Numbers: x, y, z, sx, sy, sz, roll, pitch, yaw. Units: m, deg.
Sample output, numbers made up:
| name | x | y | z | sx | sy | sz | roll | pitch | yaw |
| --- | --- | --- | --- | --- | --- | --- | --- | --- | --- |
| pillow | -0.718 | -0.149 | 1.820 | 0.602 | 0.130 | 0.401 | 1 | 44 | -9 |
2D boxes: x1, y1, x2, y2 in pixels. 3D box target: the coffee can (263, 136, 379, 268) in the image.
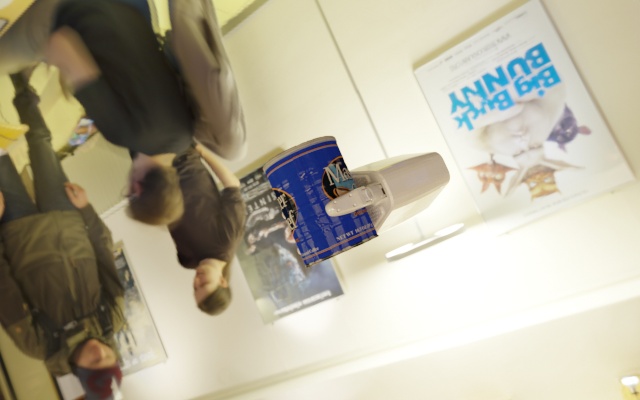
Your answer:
| name | x | y | z | sx | sy | sz | roll | pitch | yaw |
| --- | --- | --- | --- | --- | --- | --- | --- | --- | --- |
| coffee can | 0.000 | 0.002 | 0.614 | 0.103 | 0.140 | 0.103 | -23 | -5 | -2 |
